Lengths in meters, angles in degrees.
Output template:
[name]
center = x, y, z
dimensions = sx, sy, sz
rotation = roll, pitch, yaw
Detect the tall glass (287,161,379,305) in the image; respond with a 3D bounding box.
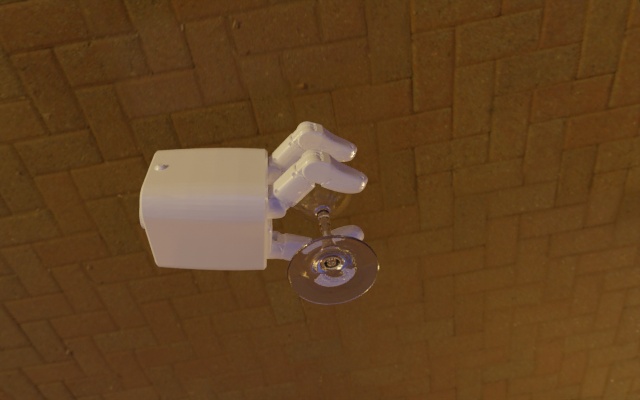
[tall glass]
center = 0.000, 0.002, 0.463
dimensions = 0.079, 0.079, 0.201
rotation = 0, 34, -7
